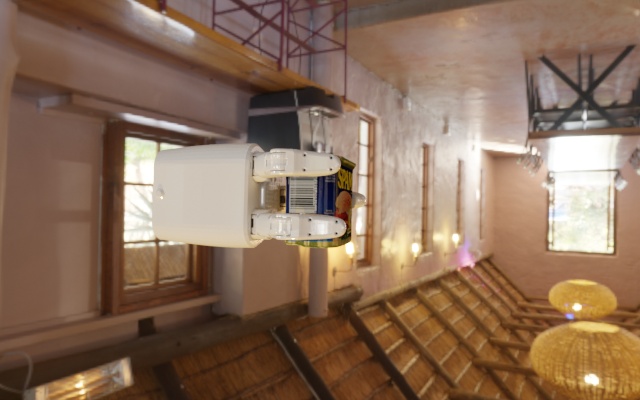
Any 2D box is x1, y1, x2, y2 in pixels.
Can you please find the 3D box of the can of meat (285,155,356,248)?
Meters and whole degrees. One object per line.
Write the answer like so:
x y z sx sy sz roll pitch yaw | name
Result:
0.000 0.002 0.472 0.057 0.084 0.102 1 -1 15 | can of meat
